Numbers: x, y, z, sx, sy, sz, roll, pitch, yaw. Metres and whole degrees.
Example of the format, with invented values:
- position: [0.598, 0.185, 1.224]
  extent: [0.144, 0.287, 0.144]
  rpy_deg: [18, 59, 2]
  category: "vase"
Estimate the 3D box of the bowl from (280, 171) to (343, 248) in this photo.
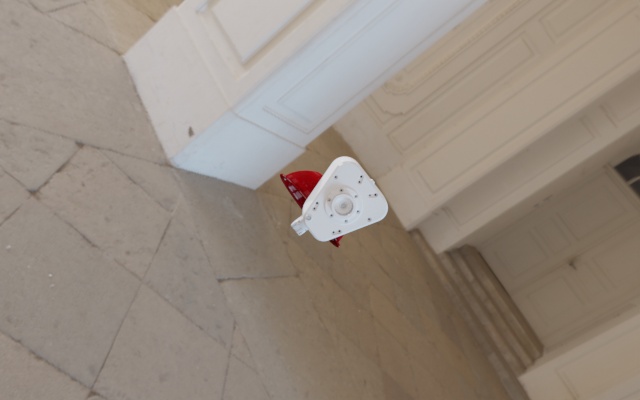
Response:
- position: [0.000, 0.002, 0.827]
  extent: [0.055, 0.162, 0.162]
  rpy_deg: [-39, 6, -8]
  category: "bowl"
